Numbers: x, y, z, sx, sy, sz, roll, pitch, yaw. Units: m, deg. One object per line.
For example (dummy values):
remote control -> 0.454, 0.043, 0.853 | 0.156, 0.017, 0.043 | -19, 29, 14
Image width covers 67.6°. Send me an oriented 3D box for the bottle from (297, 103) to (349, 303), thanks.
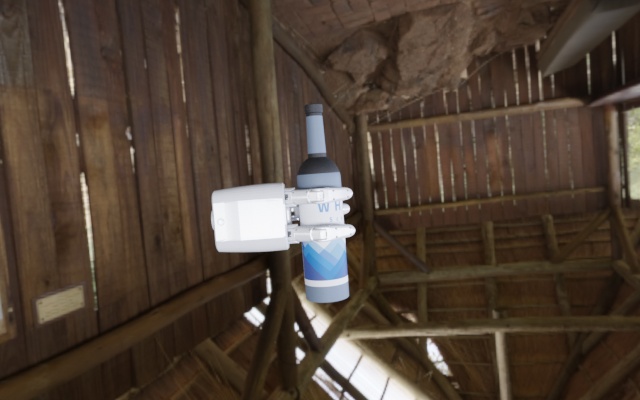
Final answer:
bottle -> 0.000, 0.003, 0.728 | 0.069, 0.296, 0.069 | -4, 3, 0
